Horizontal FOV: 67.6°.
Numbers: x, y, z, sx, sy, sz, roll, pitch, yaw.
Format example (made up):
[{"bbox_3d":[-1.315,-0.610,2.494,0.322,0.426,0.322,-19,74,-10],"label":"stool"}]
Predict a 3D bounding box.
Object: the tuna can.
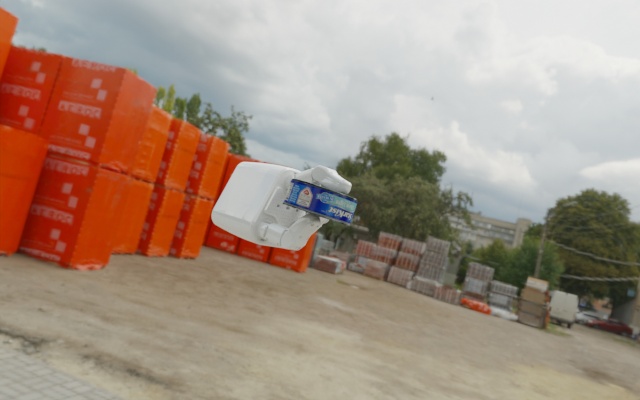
[{"bbox_3d":[0.000,0.001,0.575,0.086,0.034,0.086,18,-1,0],"label":"tuna can"}]
